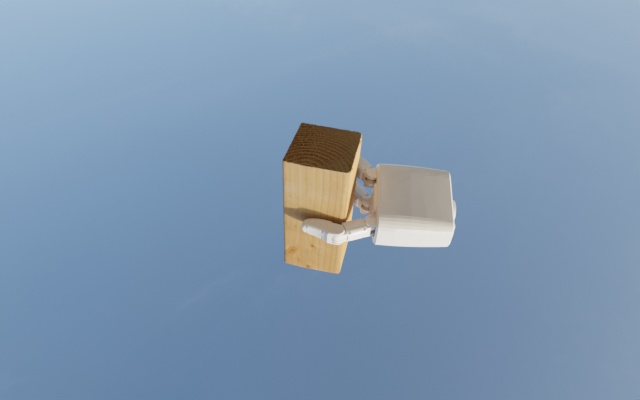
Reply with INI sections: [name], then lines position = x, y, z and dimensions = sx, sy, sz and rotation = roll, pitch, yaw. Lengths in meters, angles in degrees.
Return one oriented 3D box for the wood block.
[wood block]
position = 0.000, 0.003, 0.696
dimensions = 0.090, 0.206, 0.090
rotation = 11, 44, 8
